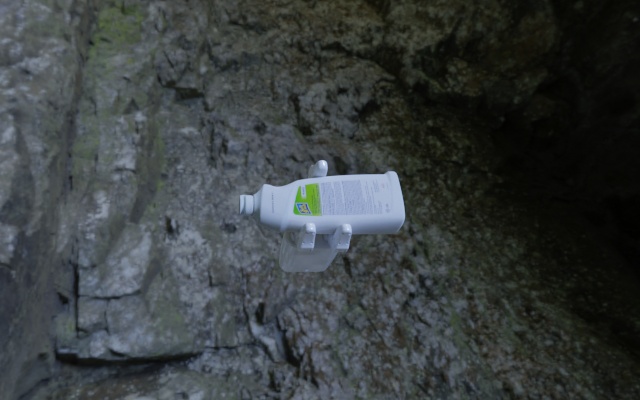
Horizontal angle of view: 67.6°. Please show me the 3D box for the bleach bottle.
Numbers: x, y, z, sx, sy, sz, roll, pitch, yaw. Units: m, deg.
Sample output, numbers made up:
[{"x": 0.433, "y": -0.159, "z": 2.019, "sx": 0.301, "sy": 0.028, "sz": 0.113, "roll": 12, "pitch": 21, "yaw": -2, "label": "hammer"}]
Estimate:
[{"x": 0.000, "y": 0.003, "z": 0.747, "sx": 0.251, "sy": 0.102, "sz": 0.068, "roll": 1, "pitch": -32, "yaw": -13, "label": "bleach bottle"}]
